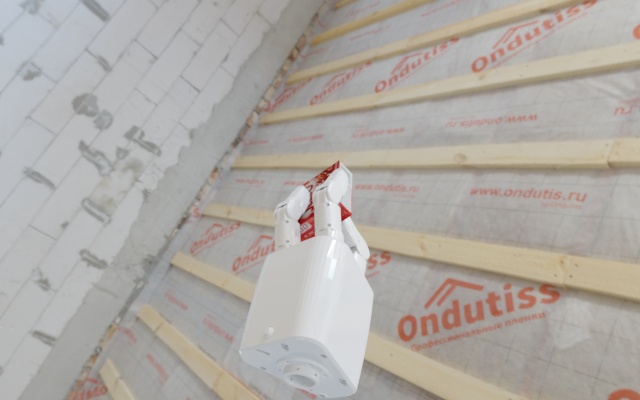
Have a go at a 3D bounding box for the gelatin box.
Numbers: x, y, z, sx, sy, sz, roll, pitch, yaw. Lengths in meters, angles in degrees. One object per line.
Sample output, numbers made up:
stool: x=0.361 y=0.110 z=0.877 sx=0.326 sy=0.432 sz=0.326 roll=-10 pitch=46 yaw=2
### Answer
gelatin box: x=0.000 y=0.002 z=0.554 sx=0.073 sy=0.030 sz=0.089 roll=-33 pitch=26 yaw=24
